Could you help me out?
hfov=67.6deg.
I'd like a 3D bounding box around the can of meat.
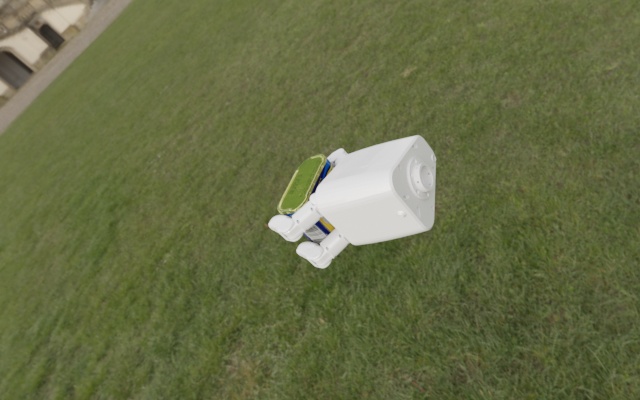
[{"bbox_3d":[0.000,0.002,0.633,0.057,0.102,0.084,-12,-47,43],"label":"can of meat"}]
